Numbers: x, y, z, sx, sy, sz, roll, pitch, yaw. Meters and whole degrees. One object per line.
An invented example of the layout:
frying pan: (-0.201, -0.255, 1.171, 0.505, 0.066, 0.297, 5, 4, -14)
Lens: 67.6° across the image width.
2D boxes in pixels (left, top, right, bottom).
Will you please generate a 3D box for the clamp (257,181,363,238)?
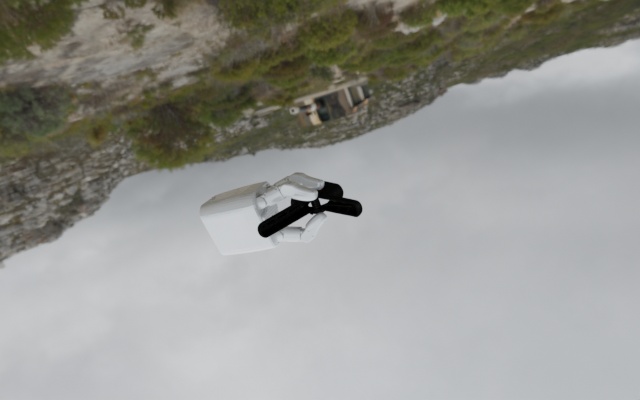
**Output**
clamp: (0.000, 0.003, 0.803, 0.164, 0.036, 0.210, -11, 16, 16)
